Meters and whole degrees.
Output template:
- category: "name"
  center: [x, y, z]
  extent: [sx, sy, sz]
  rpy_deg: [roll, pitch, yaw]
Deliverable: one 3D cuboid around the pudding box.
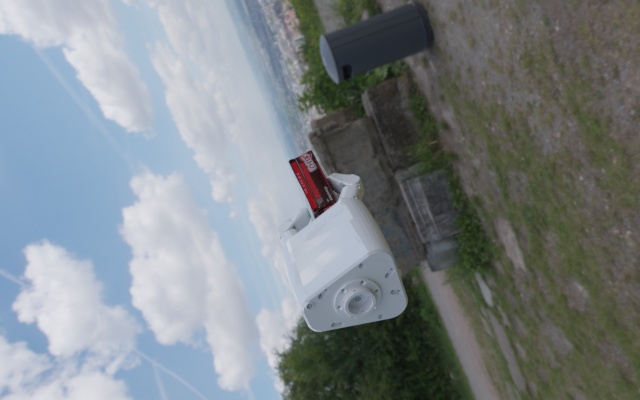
- category: "pudding box"
  center: [0.000, 0.002, 0.632]
  extent: [0.039, 0.090, 0.114]
  rpy_deg: [-23, -32, -4]
